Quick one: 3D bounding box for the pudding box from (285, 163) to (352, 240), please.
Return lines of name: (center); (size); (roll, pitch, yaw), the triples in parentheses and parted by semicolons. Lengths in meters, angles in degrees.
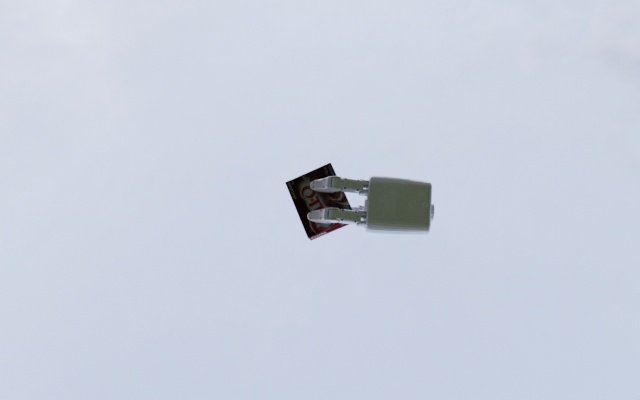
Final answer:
pudding box: (0.000, 0.003, 0.845); (0.090, 0.113, 0.039); (-24, -17, 0)
